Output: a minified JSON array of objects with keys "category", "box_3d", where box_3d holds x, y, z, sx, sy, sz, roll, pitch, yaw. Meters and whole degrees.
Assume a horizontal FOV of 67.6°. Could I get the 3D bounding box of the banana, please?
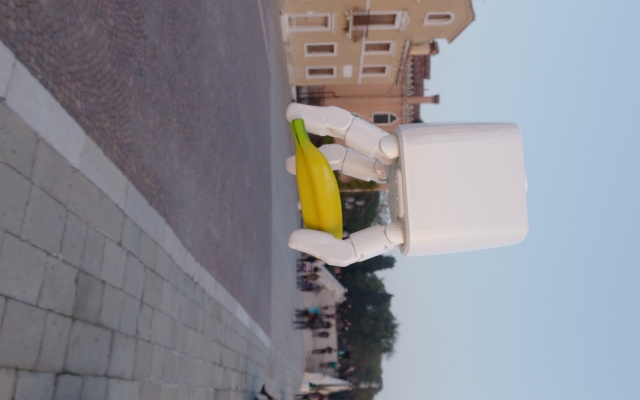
[{"category":"banana","box_3d":[0.001,0.014,0.467,0.037,0.069,0.198,-7,-39,0]}]
